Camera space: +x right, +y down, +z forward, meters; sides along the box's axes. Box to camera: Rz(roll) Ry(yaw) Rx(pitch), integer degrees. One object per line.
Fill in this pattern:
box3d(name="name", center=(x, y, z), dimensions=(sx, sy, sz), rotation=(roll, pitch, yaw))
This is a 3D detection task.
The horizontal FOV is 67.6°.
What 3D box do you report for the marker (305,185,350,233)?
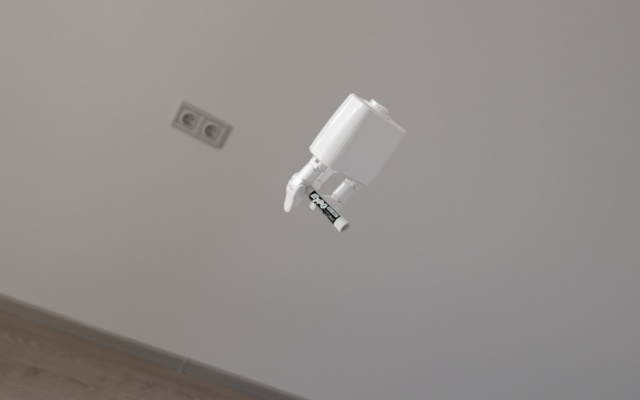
box3d(name="marker", center=(0.000, 0.002, 0.720), dimensions=(0.020, 0.020, 0.121), rotation=(0, 38, -49))
